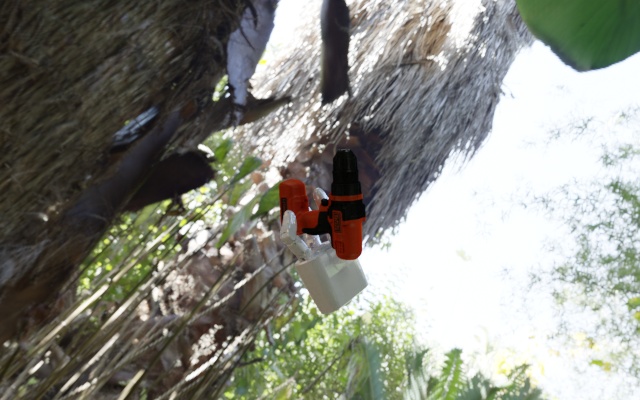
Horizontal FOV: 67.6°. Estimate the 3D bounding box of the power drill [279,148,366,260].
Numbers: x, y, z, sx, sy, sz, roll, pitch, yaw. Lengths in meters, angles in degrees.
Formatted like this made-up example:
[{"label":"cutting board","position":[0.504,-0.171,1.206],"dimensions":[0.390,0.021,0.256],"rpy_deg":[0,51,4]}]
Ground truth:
[{"label":"power drill","position":[0.000,0.003,0.837],"dimensions":[0.057,0.184,0.187],"rpy_deg":[-7,8,-37]}]
